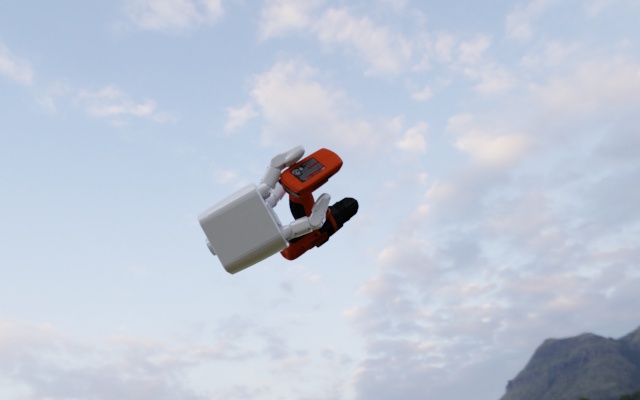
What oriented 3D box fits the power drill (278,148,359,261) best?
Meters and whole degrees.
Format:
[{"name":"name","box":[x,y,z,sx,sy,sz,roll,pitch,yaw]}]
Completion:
[{"name":"power drill","box":[0.000,0.003,0.834,0.184,0.188,0.057,-35,54,-27]}]
